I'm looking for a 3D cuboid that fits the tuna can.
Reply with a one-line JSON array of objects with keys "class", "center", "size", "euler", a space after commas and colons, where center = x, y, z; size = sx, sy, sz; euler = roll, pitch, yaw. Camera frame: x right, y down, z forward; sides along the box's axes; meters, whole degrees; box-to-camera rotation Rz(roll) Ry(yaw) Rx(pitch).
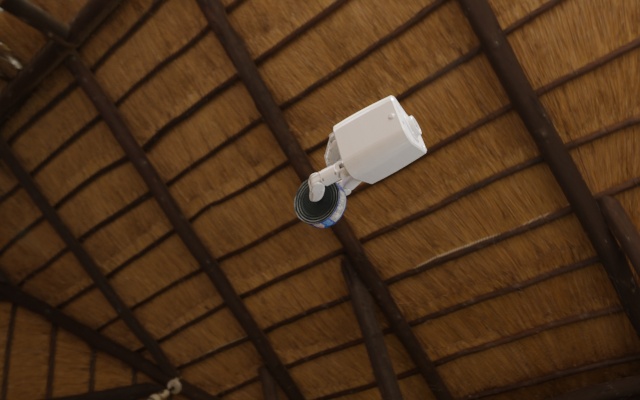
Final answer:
[{"class": "tuna can", "center": [0.000, 0.003, 0.801], "size": [0.086, 0.086, 0.034], "euler": [0, -19, 31]}]
